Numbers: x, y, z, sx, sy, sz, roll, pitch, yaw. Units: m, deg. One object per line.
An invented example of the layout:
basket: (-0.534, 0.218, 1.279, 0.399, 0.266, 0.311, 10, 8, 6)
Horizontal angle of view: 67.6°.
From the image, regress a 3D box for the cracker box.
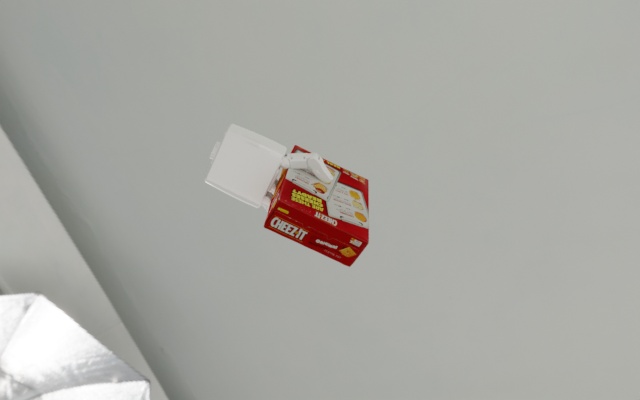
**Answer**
cracker box: (0.000, 0.003, 0.853, 0.164, 0.072, 0.213, 25, 30, -9)
